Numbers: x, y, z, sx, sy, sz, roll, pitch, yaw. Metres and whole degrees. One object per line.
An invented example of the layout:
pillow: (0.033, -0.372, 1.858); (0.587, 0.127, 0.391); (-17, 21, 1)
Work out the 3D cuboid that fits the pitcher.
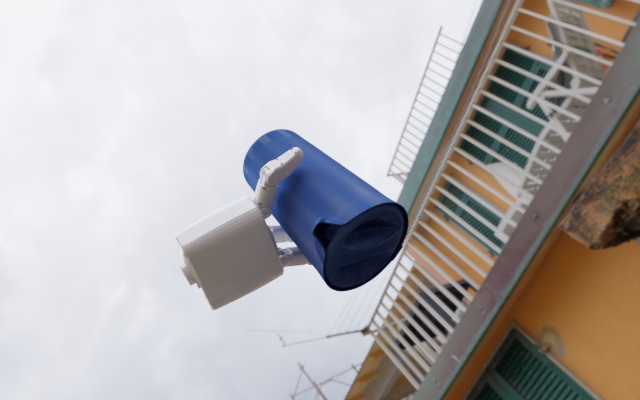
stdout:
pitcher: (0.000, 0.002, 0.660); (0.145, 0.149, 0.242); (-28, 47, -21)
